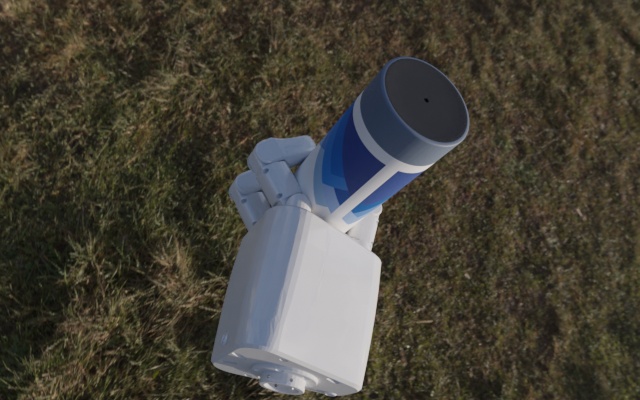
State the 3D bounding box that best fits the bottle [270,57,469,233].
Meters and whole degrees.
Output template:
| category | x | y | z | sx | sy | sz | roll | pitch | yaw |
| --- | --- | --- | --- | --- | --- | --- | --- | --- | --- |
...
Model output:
| category | x | y | z | sx | sy | sz | roll | pitch | yaw |
| --- | --- | --- | --- | --- | --- | --- | --- | --- | --- |
| bottle | 0.000 | 0.001 | 0.407 | 0.069 | 0.069 | 0.296 | 0 | -25 | -29 |
